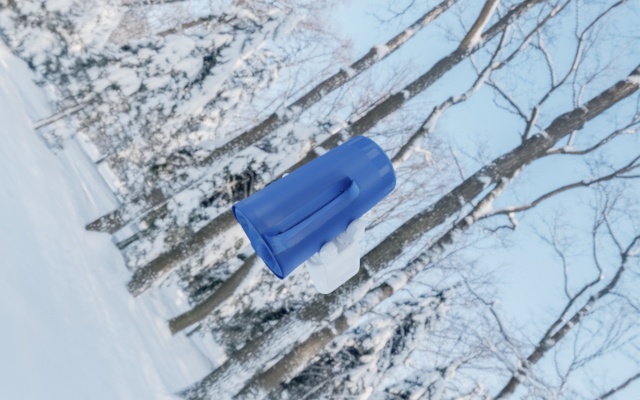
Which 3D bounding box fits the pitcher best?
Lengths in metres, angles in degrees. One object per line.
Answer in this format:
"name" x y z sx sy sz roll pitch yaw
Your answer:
"pitcher" 0.000 0.002 0.730 0.243 0.145 0.149 -34 55 -17
